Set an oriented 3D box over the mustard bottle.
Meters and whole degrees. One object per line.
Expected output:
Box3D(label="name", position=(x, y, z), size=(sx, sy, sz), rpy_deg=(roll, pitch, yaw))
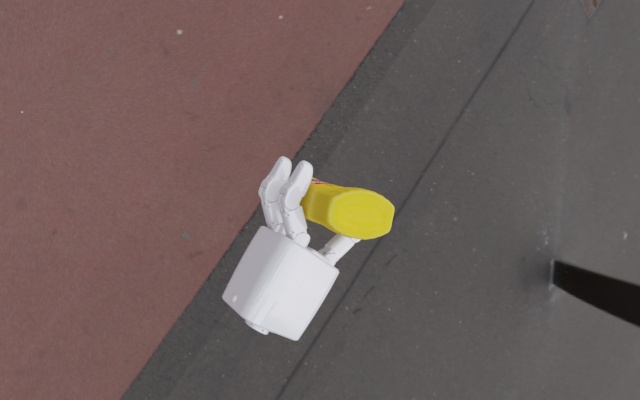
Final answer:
Box3D(label="mustard bottle", position=(0.000, 0.002, 0.617), size=(0.096, 0.058, 0.191), rpy_deg=(7, 5, -33))
